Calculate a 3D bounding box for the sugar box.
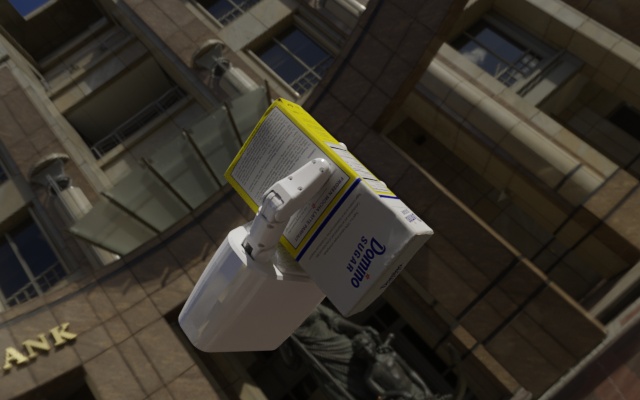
[{"bbox_3d":[0.000,0.001,0.409,0.176,0.093,0.048,46,21,23],"label":"sugar box"}]
